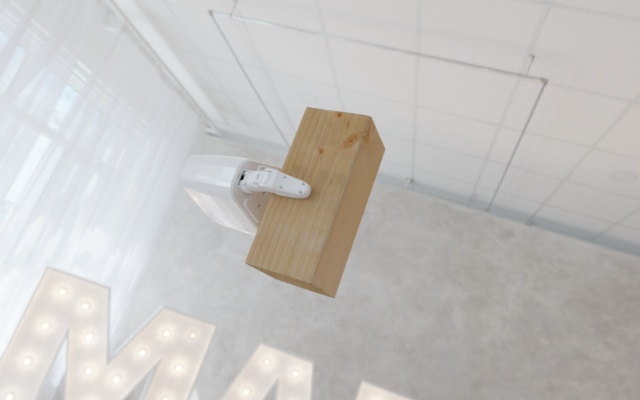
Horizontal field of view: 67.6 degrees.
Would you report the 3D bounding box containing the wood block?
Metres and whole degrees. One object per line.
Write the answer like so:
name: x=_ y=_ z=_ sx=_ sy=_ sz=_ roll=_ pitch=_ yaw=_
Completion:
wood block: x=0.000 y=0.002 z=0.584 sx=0.090 sy=0.206 sz=0.091 roll=13 pitch=-15 yaw=25
